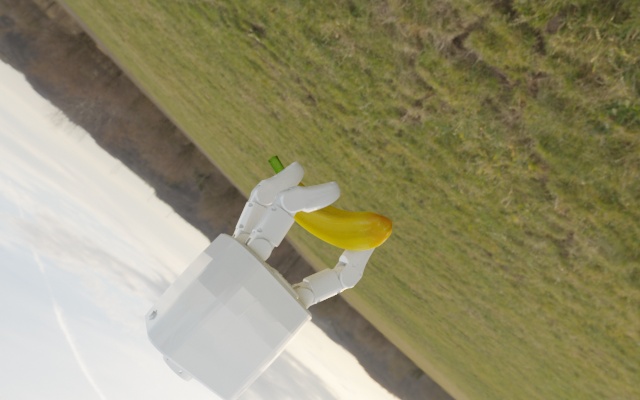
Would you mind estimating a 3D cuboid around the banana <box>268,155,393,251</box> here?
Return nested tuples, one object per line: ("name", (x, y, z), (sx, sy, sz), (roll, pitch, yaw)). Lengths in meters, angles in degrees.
("banana", (0.005, 0.013, 0.482), (0.037, 0.070, 0.197), (-42, 40, -17))
